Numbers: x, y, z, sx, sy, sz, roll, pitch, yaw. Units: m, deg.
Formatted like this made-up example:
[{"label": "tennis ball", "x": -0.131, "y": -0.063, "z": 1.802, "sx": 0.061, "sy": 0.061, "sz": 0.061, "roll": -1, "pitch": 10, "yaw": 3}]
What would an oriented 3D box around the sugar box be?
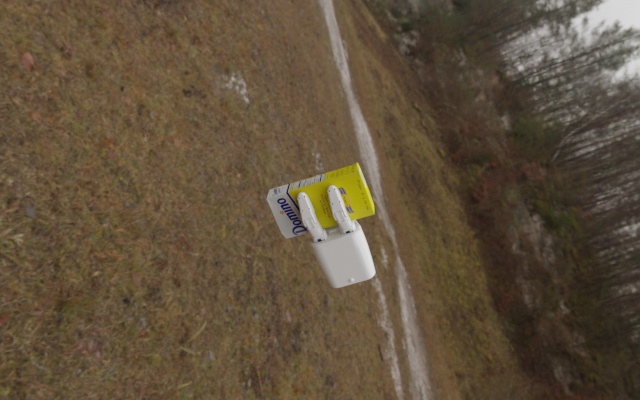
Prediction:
[{"label": "sugar box", "x": 0.000, "y": 0.003, "z": 0.865, "sx": 0.176, "sy": 0.093, "sz": 0.048, "roll": -18, "pitch": 24, "yaw": 10}]
